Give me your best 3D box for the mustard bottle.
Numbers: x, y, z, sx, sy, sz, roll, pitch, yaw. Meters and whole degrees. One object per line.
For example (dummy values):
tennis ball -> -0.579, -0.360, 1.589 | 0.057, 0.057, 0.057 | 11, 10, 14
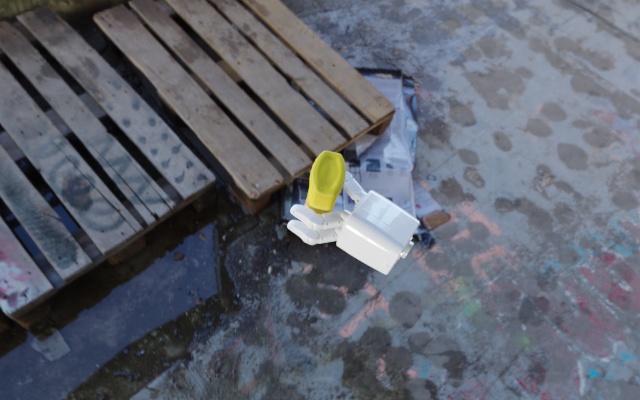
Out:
mustard bottle -> 0.000, 0.003, 0.862 | 0.058, 0.096, 0.192 | 11, -33, -3
